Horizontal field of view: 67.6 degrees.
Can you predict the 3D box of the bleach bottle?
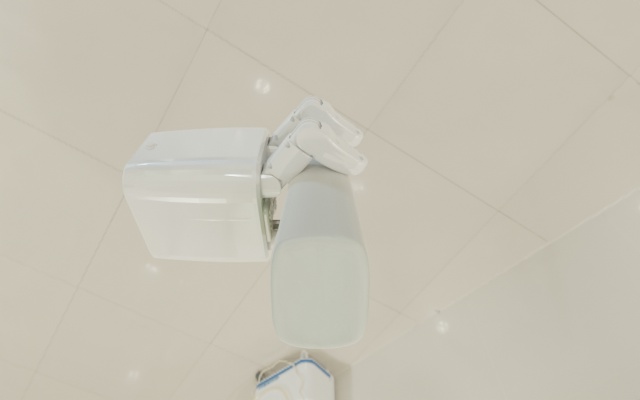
[{"bbox_3d":[0.000,0.001,0.423,0.068,0.103,0.250,0,30,0],"label":"bleach bottle"}]
